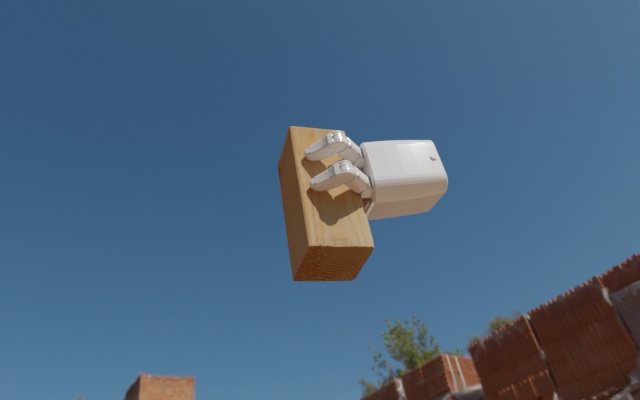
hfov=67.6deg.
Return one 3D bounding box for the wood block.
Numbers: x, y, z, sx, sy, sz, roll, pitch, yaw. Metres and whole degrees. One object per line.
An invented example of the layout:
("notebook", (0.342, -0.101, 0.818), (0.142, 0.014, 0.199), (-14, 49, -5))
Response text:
("wood block", (0.000, 0.002, 0.676), (0.090, 0.206, 0.091), (2, -39, -17))
